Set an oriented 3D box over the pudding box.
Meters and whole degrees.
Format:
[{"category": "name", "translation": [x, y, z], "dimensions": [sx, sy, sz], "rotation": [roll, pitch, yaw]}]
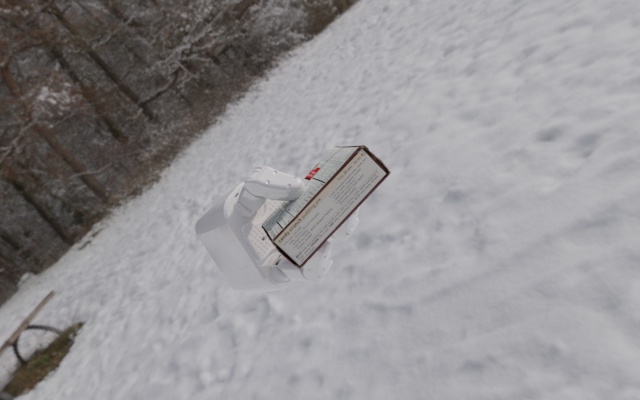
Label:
[{"category": "pudding box", "translation": [0.000, 0.001, 0.428], "dimensions": [0.039, 0.113, 0.090], "rotation": [43, -4, -14]}]
